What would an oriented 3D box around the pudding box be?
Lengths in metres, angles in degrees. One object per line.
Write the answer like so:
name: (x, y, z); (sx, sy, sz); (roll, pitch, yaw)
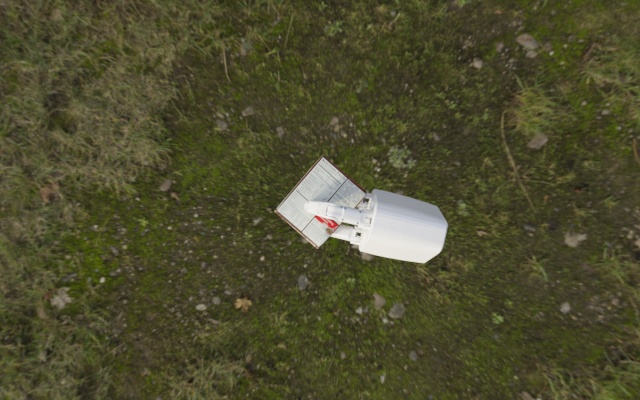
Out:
pudding box: (0.000, 0.002, 0.717); (0.090, 0.113, 0.039); (41, -2, -1)
